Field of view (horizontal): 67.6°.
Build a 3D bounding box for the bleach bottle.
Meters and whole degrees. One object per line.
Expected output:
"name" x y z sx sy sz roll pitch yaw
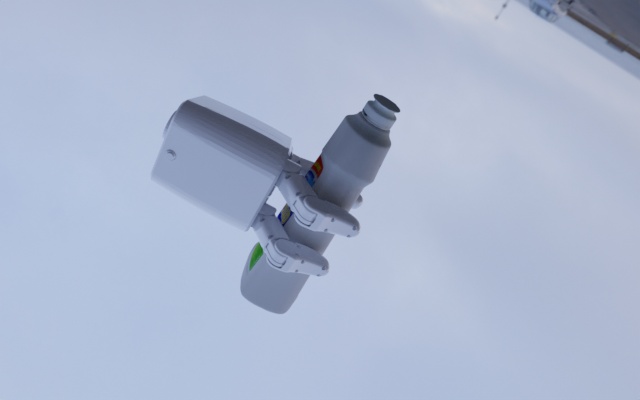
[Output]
"bleach bottle" 0.000 0.002 0.488 0.068 0.251 0.102 28 30 -9
